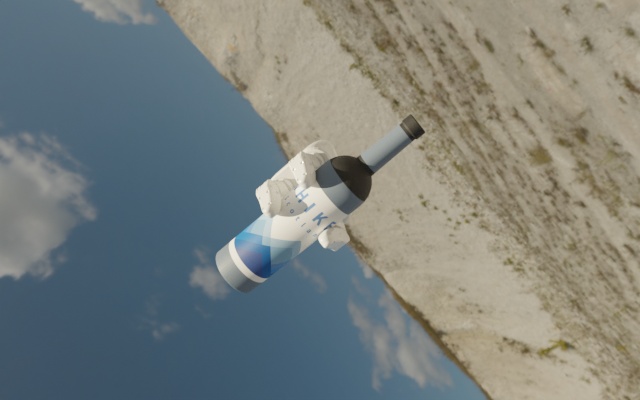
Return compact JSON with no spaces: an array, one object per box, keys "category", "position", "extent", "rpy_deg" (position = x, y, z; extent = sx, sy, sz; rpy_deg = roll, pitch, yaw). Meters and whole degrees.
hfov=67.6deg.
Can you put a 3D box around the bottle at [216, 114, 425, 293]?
[{"category":"bottle","position":[0.000,0.002,0.578],"extent":[0.296,0.069,0.069],"rpy_deg":[-39,-12,15]}]
